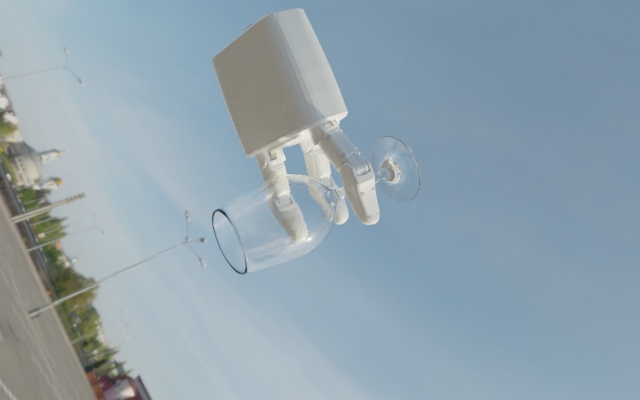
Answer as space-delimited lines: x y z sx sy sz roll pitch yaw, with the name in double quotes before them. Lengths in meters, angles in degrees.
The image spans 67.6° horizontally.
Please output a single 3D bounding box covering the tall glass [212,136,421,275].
"tall glass" 0.001 0.001 0.460 0.201 0.079 0.079 -24 12 -29
